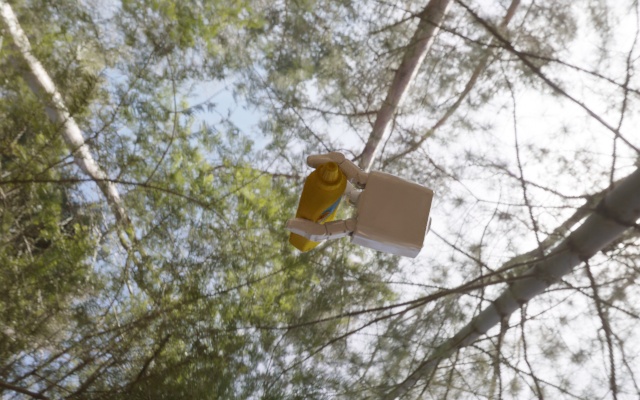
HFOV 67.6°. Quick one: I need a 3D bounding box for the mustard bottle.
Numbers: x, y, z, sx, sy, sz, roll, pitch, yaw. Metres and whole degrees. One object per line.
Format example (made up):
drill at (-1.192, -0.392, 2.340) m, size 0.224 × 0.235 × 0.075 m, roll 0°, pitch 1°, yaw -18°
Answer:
mustard bottle at (0.000, 0.002, 0.745) m, size 0.058 × 0.096 × 0.192 m, roll 37°, pitch -31°, yaw 12°
